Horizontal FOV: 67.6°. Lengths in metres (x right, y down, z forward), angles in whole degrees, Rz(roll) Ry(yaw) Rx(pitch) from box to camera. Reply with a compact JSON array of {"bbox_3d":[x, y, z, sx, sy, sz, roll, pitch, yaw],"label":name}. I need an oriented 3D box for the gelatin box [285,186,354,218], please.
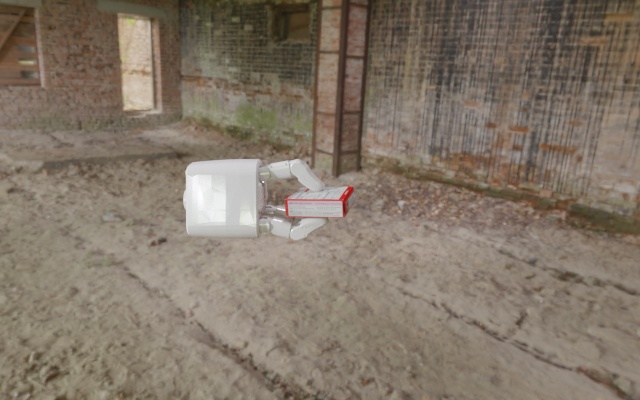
[{"bbox_3d":[0.000,0.002,0.704,0.089,0.030,0.073,-1,16,15],"label":"gelatin box"}]
